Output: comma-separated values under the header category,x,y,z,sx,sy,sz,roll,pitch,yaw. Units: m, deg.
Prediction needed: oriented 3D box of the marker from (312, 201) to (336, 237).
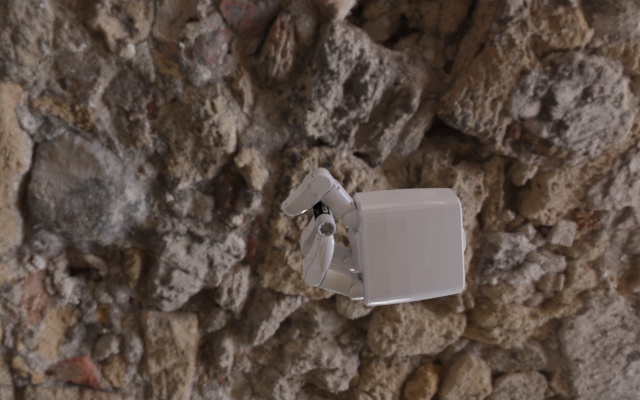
category,x,y,z,sx,sy,sz,roll,pitch,yaw
marker,0.000,0.002,0.508,0.020,0.020,0.121,0,25,-6
